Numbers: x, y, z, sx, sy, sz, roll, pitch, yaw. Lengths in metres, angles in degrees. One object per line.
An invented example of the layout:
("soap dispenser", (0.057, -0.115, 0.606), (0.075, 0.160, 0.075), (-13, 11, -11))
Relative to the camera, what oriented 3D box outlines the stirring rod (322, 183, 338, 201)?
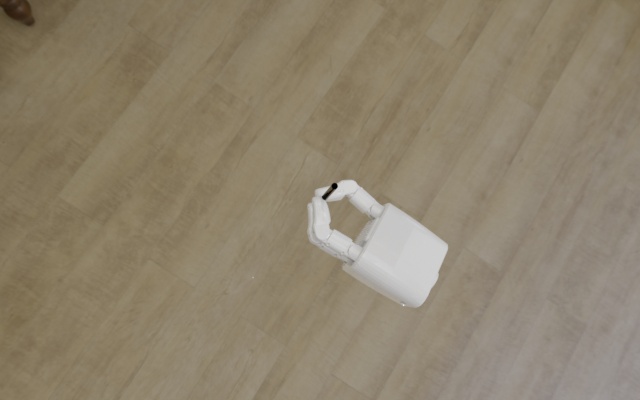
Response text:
("stirring rod", (0.000, 0.002, 0.674), (0.011, 0.011, 0.239), (0, -9, -8))
